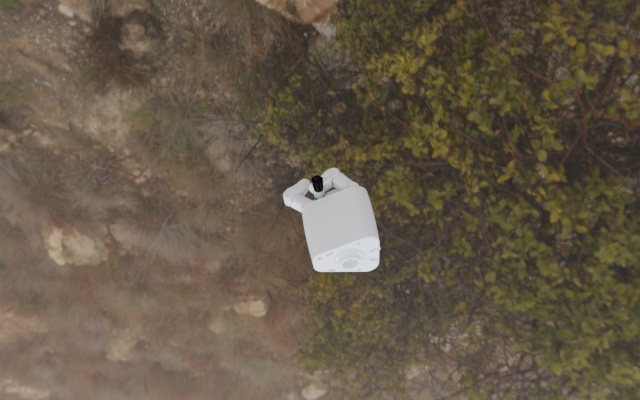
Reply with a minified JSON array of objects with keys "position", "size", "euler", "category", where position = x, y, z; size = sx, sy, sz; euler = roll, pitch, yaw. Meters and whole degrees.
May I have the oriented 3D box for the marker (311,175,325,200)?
[{"position":[0.000,0.003,0.797],"size":[0.020,0.020,0.121],"euler":[0,-41,7],"category":"marker"}]
